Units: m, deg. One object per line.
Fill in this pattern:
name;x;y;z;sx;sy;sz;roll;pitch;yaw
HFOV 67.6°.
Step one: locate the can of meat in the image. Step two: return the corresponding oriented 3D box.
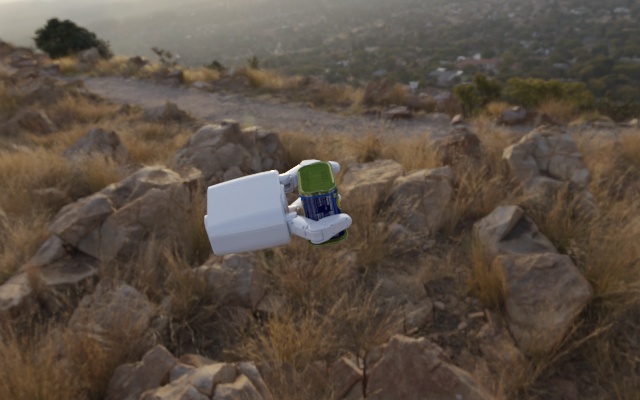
can of meat;0.000;0.002;0.676;0.057;0.084;0.102;-12;28;0
